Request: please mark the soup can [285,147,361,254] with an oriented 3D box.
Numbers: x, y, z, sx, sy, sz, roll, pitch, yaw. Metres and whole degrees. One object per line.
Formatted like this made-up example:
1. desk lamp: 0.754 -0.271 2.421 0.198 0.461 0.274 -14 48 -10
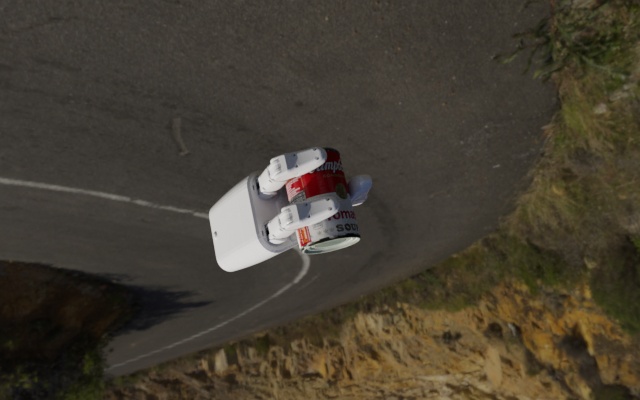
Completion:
1. soup can: 0.001 0.002 0.527 0.068 0.102 0.068 -13 -16 -4
